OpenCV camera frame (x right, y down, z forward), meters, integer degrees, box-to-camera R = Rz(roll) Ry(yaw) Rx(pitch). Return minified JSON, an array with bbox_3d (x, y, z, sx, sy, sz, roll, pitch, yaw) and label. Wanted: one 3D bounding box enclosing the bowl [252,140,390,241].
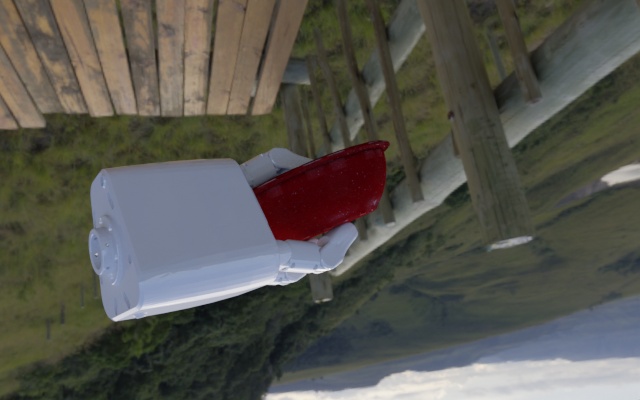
[{"bbox_3d":[0.001,0.001,0.452,0.162,0.055,0.162,-23,-4,-2],"label":"bowl"}]
